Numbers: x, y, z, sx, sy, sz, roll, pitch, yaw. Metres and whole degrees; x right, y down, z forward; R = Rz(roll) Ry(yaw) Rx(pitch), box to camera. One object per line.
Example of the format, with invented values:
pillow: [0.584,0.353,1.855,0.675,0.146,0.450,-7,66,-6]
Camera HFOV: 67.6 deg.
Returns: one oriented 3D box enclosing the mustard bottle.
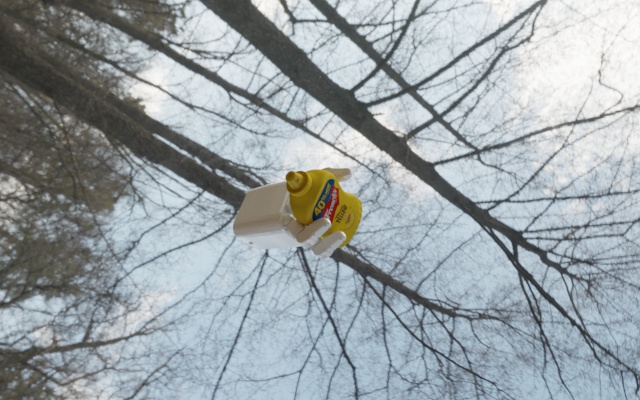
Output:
mustard bottle: [0.001,0.003,0.793,0.058,0.096,0.192,17,-15,38]
